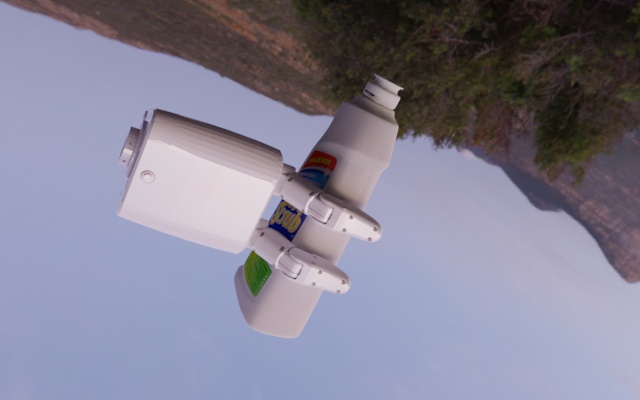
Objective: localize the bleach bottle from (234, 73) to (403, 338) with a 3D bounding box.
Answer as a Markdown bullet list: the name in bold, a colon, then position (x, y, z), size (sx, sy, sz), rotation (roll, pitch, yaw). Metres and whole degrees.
- **bleach bottle**: position (0.000, 0.002, 0.447), size (0.068, 0.251, 0.102), rotation (19, 19, -25)
